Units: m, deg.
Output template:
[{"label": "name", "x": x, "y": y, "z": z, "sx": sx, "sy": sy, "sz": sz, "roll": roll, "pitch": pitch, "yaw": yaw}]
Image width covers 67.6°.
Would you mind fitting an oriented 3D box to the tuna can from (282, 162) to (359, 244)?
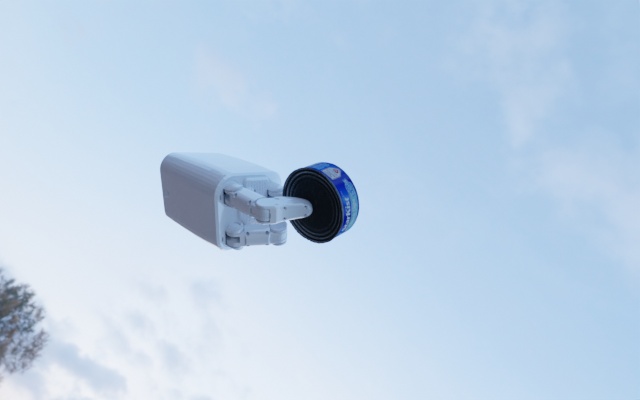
[{"label": "tuna can", "x": 0.001, "y": 0.002, "z": 0.526, "sx": 0.086, "sy": 0.086, "sz": 0.033, "roll": 0, "pitch": 17, "yaw": 42}]
